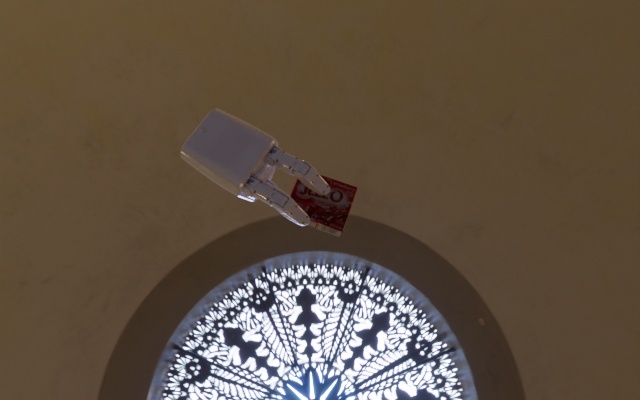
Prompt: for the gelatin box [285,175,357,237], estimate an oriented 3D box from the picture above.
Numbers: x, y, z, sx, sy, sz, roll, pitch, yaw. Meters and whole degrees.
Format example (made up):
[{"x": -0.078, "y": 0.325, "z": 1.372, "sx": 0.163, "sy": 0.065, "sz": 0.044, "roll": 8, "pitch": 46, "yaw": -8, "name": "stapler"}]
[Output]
[{"x": 0.000, "y": 0.003, "z": 0.693, "sx": 0.089, "sy": 0.073, "sz": 0.030, "roll": 20, "pitch": -22, "yaw": 1, "name": "gelatin box"}]
